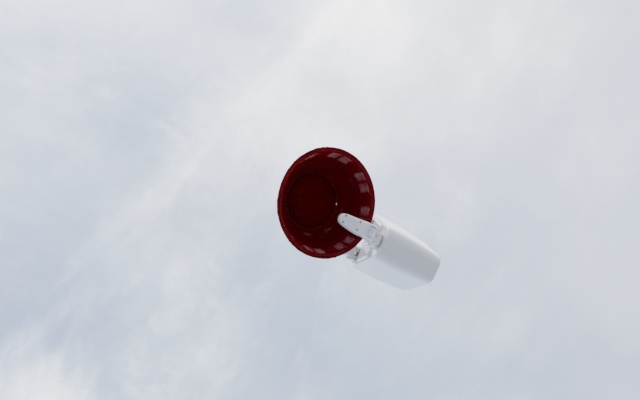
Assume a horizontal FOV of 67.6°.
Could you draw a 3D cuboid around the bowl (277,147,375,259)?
[{"bbox_3d":[-0.001,0.001,0.708,0.162,0.162,0.055,0,4,-29],"label":"bowl"}]
